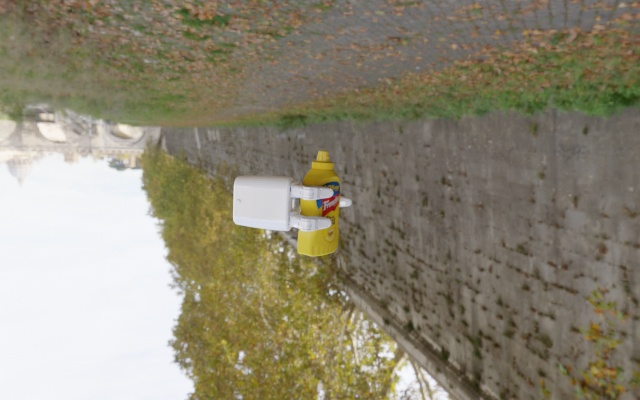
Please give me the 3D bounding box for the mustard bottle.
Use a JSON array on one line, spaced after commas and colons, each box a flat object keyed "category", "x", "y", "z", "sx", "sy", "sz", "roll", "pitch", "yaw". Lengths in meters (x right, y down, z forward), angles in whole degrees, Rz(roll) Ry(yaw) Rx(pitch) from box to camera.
[{"category": "mustard bottle", "x": 0.000, "y": 0.003, "z": 0.895, "sx": 0.058, "sy": 0.191, "sz": 0.096, "roll": 8, "pitch": 9, "yaw": 36}]
